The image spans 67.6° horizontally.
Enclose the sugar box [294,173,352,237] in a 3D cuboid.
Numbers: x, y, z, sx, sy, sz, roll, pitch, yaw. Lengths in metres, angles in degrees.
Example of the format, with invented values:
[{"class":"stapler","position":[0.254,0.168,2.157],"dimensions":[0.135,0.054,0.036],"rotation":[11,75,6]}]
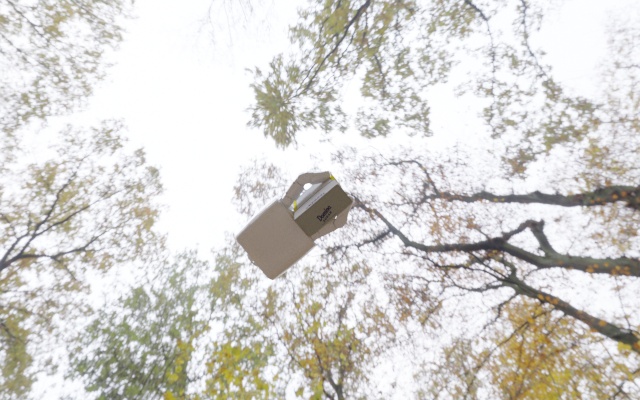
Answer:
[{"class":"sugar box","position":[0.000,0.003,0.837],"dimensions":[0.093,0.048,0.176],"rotation":[-40,12,4]}]
